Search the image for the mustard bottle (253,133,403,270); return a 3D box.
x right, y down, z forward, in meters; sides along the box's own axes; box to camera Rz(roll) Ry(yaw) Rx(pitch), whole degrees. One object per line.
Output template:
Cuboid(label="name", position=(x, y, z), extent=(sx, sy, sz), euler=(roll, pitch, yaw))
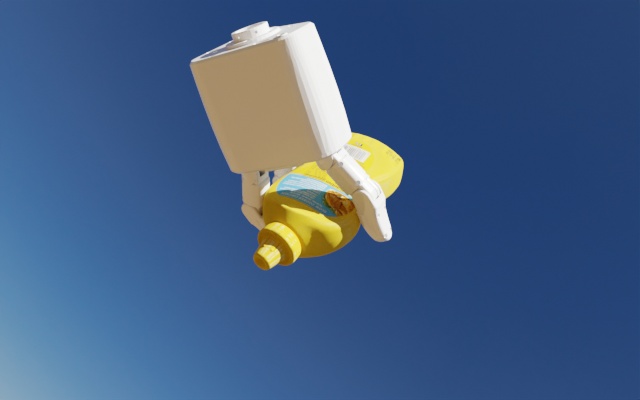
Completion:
Cuboid(label="mustard bottle", position=(0.000, 0.002, 0.471), extent=(0.096, 0.058, 0.191), euler=(25, 45, 22))
